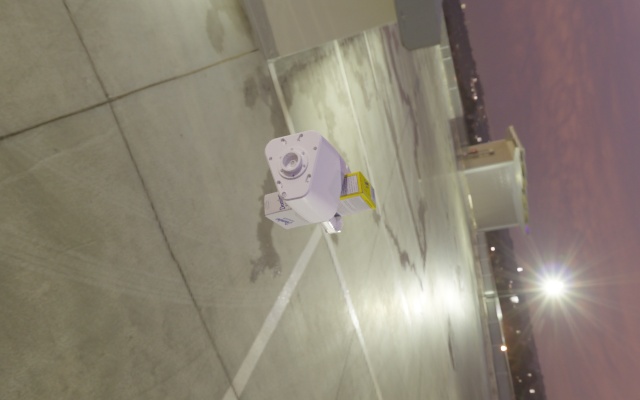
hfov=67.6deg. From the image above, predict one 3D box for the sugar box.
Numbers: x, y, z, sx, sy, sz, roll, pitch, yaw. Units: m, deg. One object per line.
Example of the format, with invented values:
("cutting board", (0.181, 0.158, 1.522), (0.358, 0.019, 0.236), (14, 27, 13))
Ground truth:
("sugar box", (0.000, 0.002, 0.822), (0.176, 0.048, 0.093), (-11, -22, 18))
